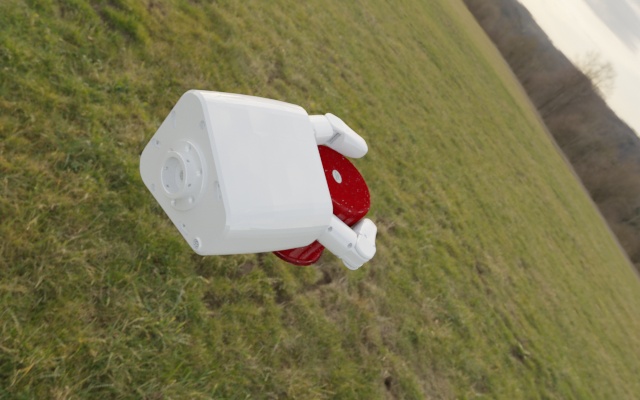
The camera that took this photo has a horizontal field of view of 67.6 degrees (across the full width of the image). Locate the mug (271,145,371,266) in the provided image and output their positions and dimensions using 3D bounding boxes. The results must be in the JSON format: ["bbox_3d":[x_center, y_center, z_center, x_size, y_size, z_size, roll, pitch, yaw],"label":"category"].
[{"bbox_3d":[0.001,0.001,0.461,0.081,0.093,0.117,-41,-23,32],"label":"mug"}]
